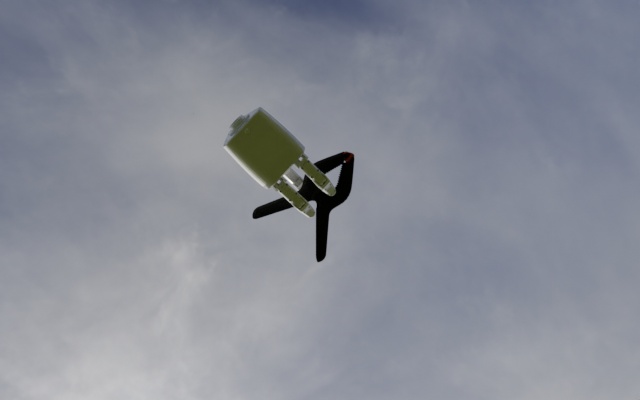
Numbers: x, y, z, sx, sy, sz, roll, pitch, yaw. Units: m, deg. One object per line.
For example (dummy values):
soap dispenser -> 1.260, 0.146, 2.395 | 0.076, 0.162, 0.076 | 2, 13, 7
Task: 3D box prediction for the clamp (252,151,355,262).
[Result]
clamp -> 0.000, 0.002, 0.887 | 0.164, 0.210, 0.036 | 44, -3, -21
